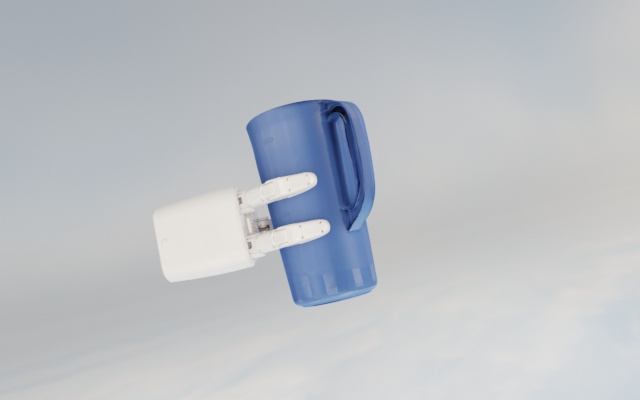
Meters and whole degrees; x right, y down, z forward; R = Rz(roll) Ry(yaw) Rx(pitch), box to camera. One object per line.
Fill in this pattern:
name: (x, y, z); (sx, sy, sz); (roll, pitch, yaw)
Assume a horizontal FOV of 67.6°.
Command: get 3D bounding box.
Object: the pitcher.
pitcher: (0.000, 0.002, 0.598); (0.145, 0.243, 0.149); (-14, -7, 3)
